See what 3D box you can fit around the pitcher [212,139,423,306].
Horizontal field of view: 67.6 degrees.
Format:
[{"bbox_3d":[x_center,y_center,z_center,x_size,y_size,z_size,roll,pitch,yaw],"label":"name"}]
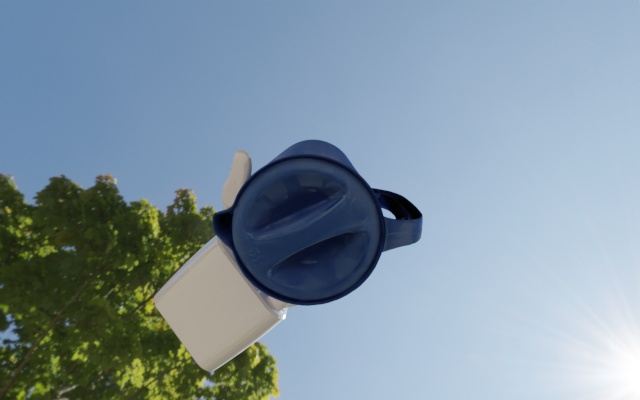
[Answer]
[{"bbox_3d":[0.000,0.002,0.511,0.145,0.149,0.242,-43,9,10],"label":"pitcher"}]
